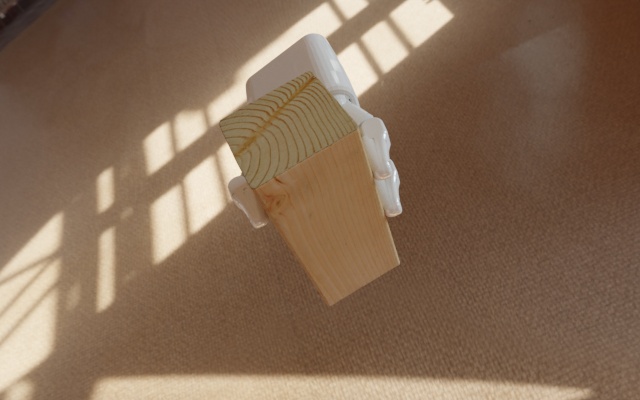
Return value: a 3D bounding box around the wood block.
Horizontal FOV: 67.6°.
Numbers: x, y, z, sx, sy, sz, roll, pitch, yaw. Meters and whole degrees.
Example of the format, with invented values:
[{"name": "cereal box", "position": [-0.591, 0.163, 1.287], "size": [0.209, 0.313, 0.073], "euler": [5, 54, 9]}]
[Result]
[{"name": "wood block", "position": [0.000, 0.001, 0.443], "size": [0.091, 0.090, 0.206], "euler": [-30, -40, -3]}]
